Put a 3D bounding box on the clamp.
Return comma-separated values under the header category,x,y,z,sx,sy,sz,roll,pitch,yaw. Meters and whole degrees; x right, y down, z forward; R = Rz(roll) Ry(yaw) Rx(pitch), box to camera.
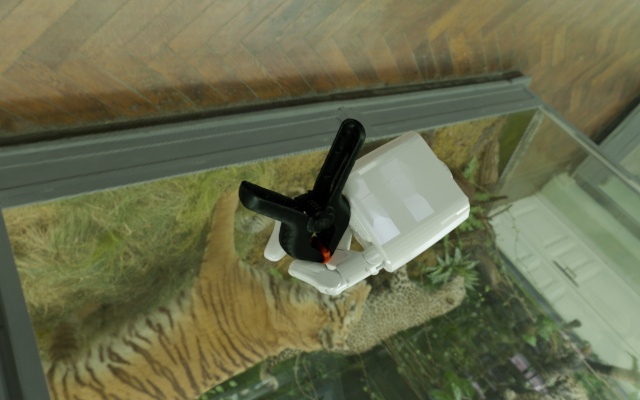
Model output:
category,x,y,z,sx,sy,sz,roll,pitch,yaw
clamp,0.000,0.002,0.445,0.120,0.039,0.172,-32,-29,-6
